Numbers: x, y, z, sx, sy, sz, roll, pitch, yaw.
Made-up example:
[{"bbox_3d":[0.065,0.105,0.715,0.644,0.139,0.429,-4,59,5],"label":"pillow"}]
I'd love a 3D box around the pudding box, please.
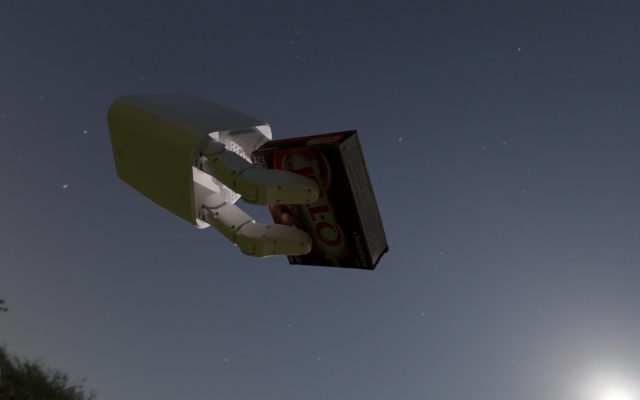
[{"bbox_3d":[0.000,0.001,0.402,0.090,0.113,0.039,-2,28,38],"label":"pudding box"}]
